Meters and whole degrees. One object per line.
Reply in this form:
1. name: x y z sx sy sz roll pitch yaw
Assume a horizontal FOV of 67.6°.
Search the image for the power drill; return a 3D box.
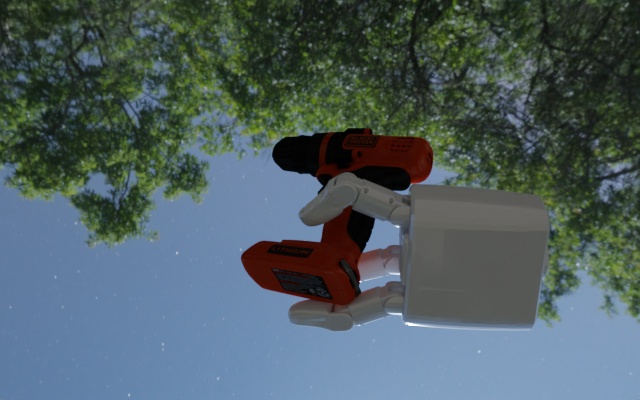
1. power drill: 0.000 0.002 0.468 0.184 0.187 0.057 4 -40 31
